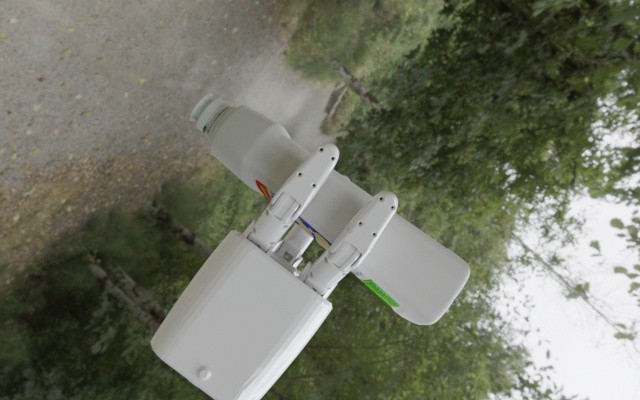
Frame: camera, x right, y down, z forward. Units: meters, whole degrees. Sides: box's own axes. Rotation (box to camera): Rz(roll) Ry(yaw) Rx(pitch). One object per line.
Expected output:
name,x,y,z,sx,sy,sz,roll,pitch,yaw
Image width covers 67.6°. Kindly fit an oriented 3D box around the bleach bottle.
bleach bottle,0.000,0.001,0.402,0.251,0.068,0.102,38,-7,-2
